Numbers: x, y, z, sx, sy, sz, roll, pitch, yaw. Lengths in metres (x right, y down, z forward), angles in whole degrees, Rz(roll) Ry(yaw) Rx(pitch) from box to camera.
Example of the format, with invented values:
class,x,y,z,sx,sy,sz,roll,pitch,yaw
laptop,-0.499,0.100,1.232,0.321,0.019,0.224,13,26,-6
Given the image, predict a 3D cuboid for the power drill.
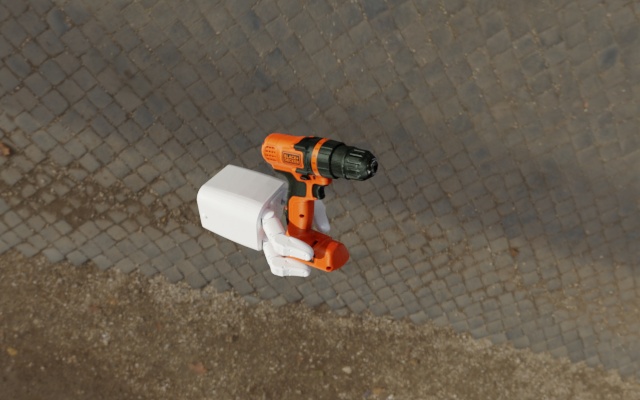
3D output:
class,x,y,z,sx,sy,sz,roll,pitch,yaw
power drill,0.000,0.003,0.674,0.184,0.188,0.057,16,28,37
